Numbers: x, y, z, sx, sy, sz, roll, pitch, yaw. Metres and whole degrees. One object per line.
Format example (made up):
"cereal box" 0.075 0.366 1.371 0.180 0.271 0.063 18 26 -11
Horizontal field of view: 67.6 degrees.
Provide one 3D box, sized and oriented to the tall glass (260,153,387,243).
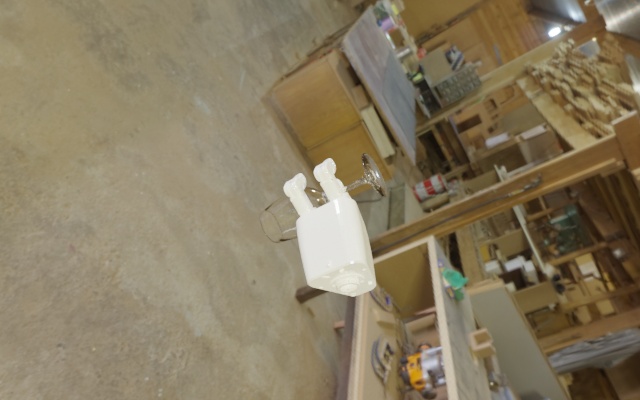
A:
"tall glass" 0.001 0.002 0.763 0.201 0.079 0.079 -26 -10 22
